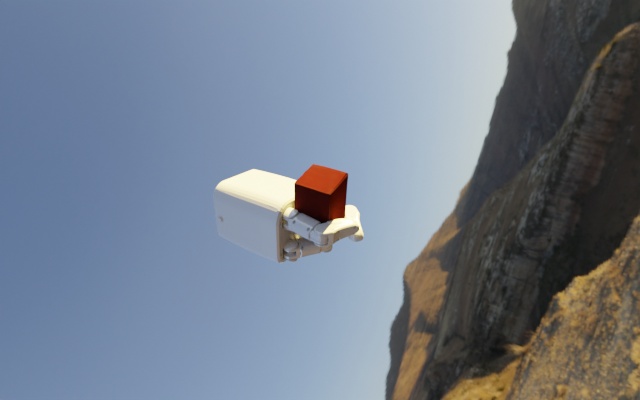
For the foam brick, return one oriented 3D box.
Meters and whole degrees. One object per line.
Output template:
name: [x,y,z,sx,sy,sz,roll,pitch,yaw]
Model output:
foam brick: [0.000,0.002,0.613,0.051,0.078,0.053,19,41,21]
